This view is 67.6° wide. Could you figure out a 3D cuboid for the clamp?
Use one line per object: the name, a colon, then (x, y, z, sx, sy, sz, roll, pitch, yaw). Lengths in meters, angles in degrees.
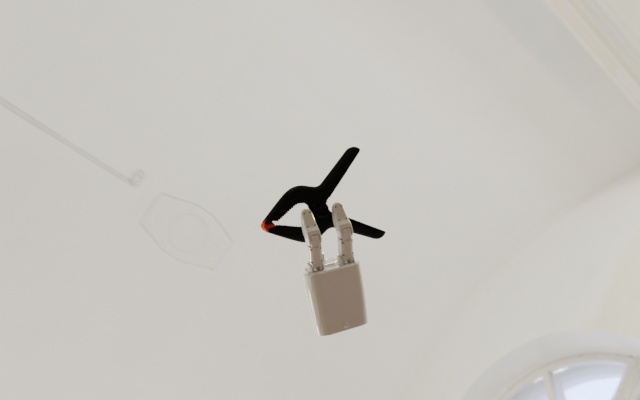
clamp: (-0.001, 0.003, 0.800, 0.210, 0.164, 0.036, -11, 0, -19)
